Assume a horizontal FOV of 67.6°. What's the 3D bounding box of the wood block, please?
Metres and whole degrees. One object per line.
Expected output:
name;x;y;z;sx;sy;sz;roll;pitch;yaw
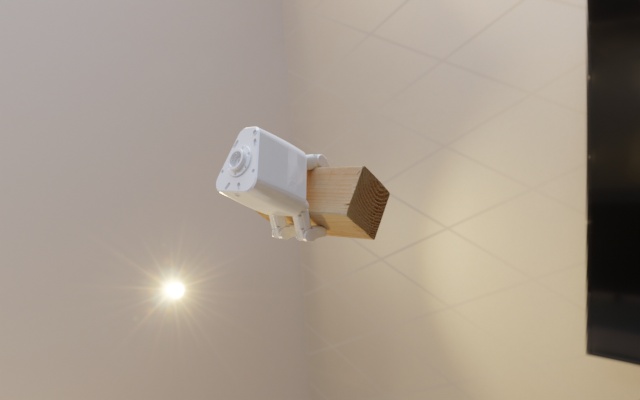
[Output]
wood block;0.000;0.002;0.815;0.206;0.090;0.090;2;-28;41
